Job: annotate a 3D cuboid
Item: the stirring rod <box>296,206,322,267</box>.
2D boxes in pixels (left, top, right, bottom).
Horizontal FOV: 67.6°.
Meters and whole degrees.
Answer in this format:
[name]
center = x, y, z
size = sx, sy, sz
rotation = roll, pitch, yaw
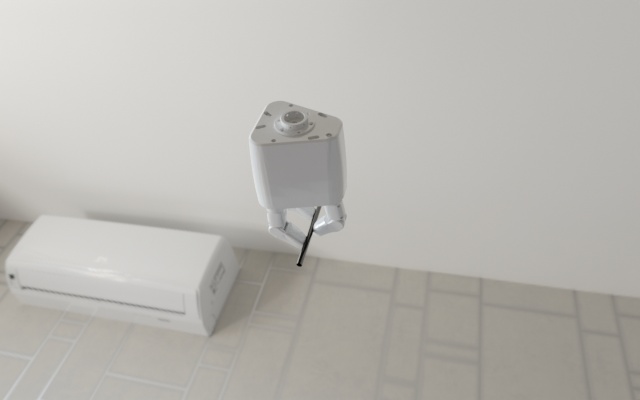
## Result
[stirring rod]
center = 0.000, 0.002, 0.724
size = 0.011, 0.239, 0.011
rotation = 10, -43, 10
